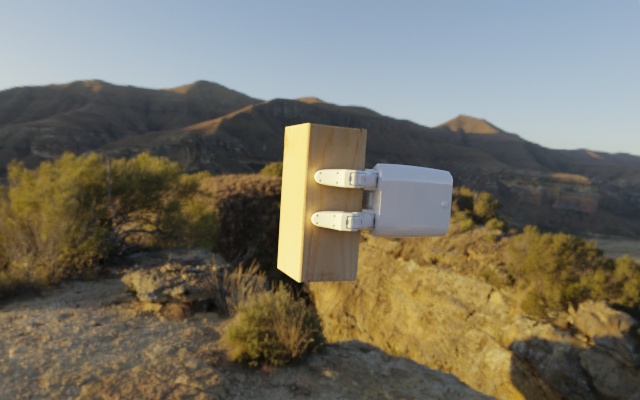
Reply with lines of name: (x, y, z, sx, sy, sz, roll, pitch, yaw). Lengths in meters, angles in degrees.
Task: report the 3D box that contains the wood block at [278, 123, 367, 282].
wood block: (0.000, 0.002, 0.670, 0.090, 0.206, 0.091, 2, 4, -23)
